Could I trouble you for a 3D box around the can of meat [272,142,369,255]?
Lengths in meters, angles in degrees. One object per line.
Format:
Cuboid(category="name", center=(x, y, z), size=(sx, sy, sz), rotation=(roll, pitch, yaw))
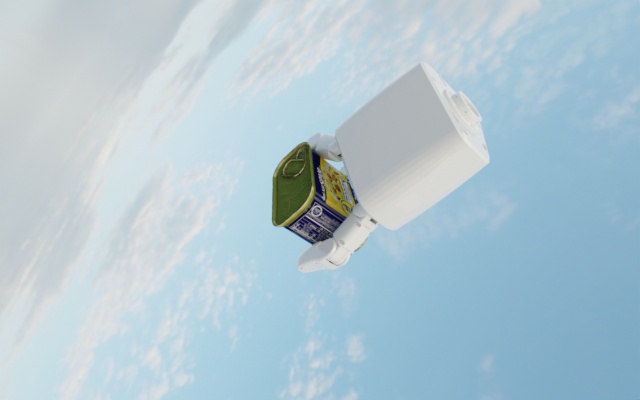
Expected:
Cuboid(category="can of meat", center=(0.000, 0.002, 0.492), size=(0.084, 0.102, 0.057), rotation=(34, -60, -29))
